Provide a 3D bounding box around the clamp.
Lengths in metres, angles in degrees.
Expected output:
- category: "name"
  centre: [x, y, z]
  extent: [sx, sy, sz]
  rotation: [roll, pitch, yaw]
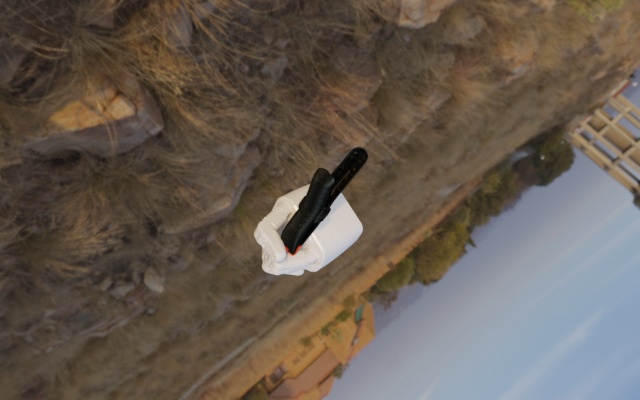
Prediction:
- category: "clamp"
  centre: [0.000, 0.003, 0.619]
  extent: [0.120, 0.039, 0.171]
  rotation: [-31, -18, -46]
